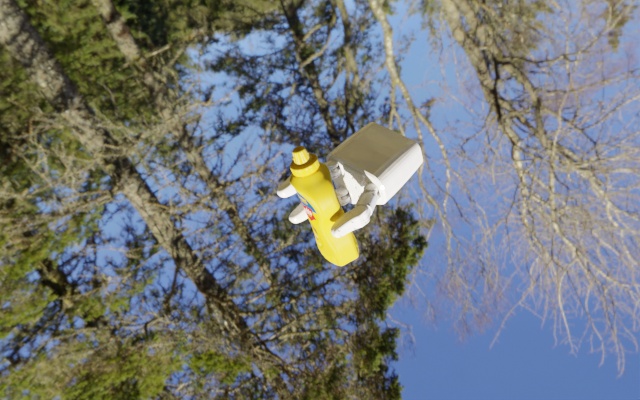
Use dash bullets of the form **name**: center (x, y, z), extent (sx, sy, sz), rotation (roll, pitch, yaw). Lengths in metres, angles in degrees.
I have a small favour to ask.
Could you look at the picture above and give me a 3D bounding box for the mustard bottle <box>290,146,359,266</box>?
- **mustard bottle**: center (0.000, 0.003, 0.705), extent (0.058, 0.192, 0.096), rotation (-26, 35, -7)
